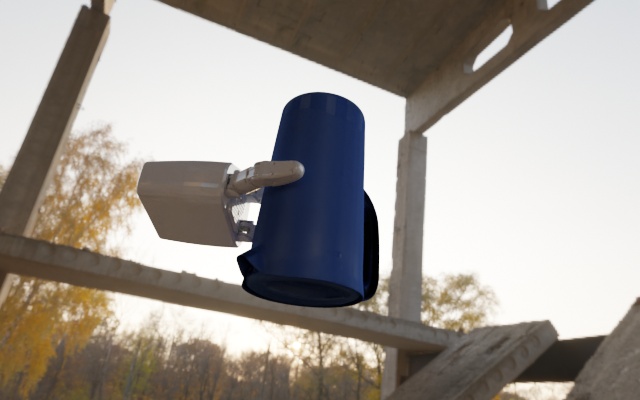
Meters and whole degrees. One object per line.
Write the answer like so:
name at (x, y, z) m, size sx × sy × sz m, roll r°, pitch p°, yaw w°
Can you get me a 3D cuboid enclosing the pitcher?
pitcher at (0.000, 0.002, 0.569) m, size 0.145 × 0.242 × 0.149 m, roll 3°, pitch -25°, yaw 9°
